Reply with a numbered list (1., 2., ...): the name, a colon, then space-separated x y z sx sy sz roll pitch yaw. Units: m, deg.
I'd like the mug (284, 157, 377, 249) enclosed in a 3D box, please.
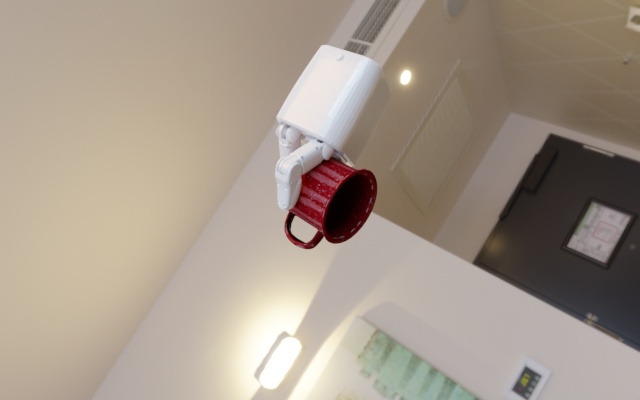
1. mug: -0.001 0.003 0.560 0.081 0.117 0.093 30 -3 35
